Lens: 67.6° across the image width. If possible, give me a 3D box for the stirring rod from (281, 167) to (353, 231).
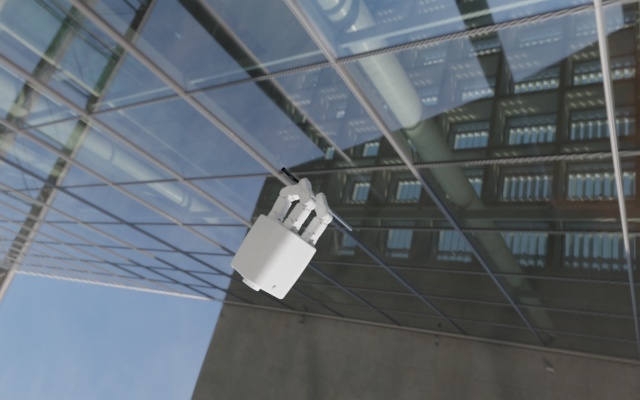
[{"bbox_3d":[0.000,0.003,0.877,0.011,0.011,0.240,0,-27,35],"label":"stirring rod"}]
